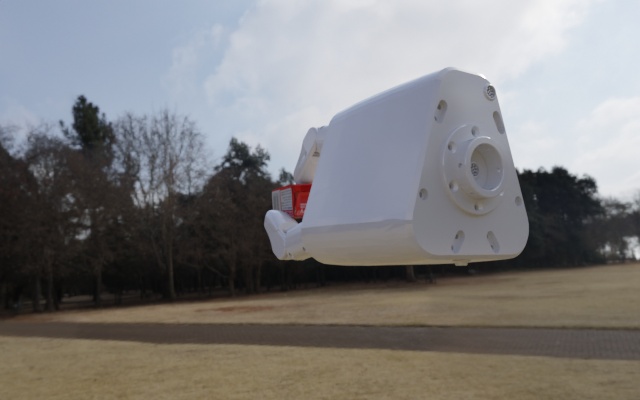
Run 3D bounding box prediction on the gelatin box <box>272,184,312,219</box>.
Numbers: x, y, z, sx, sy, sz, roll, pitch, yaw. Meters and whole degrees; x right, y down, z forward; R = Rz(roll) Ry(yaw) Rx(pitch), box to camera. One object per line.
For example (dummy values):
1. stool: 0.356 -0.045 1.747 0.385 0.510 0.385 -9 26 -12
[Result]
1. gelatin box: 0.000 0.001 0.435 0.073 0.030 0.089 -2 -2 -17
